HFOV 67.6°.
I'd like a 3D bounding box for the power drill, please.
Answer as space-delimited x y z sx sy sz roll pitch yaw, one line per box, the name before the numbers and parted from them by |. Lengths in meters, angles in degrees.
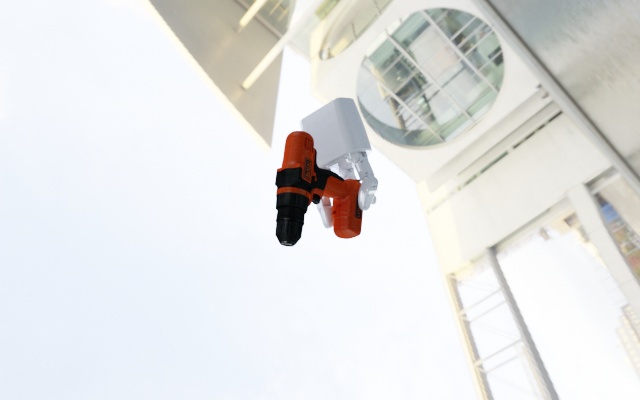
power drill | 0.000 0.002 0.772 0.057 0.184 0.188 -7 -23 34
